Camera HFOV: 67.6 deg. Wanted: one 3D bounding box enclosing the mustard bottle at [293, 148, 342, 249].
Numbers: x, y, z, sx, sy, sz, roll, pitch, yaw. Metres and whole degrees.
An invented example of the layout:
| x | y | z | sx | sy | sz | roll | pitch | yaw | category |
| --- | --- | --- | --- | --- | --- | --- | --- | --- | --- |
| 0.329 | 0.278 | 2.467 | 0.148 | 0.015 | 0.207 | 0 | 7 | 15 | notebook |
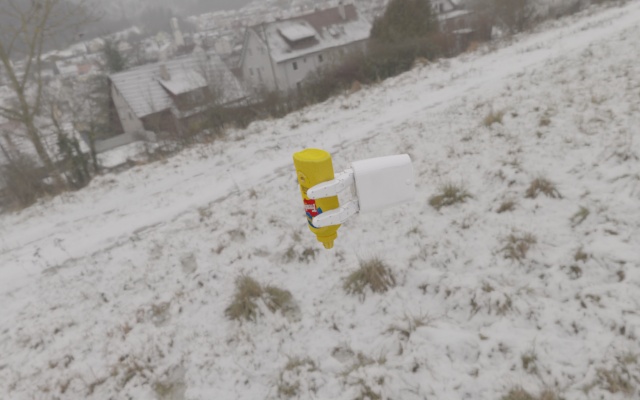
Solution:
| x | y | z | sx | sy | sz | roll | pitch | yaw | category |
| --- | --- | --- | --- | --- | --- | --- | --- | --- | --- |
| 0.000 | 0.003 | 0.889 | 0.058 | 0.192 | 0.096 | -22 | 24 | -25 | mustard bottle |
